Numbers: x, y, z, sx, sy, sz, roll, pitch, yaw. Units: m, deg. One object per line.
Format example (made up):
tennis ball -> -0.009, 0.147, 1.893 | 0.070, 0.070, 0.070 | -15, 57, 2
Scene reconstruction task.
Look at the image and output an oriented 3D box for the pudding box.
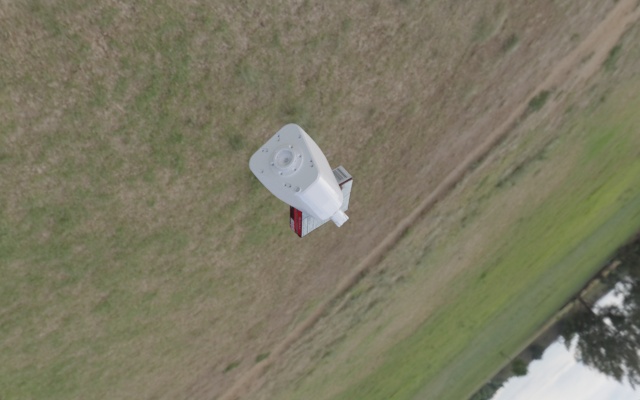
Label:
pudding box -> 0.000, 0.003, 0.816 | 0.113, 0.039, 0.090 | -29, -30, -24
